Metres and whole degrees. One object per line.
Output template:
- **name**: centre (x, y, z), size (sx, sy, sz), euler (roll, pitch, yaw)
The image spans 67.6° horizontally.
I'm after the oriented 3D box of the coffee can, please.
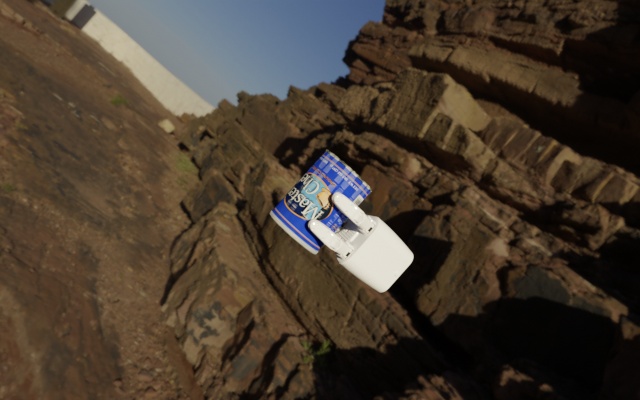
- **coffee can**: centre (0.000, 0.003, 0.784), size (0.103, 0.140, 0.103), euler (42, 0, 0)
